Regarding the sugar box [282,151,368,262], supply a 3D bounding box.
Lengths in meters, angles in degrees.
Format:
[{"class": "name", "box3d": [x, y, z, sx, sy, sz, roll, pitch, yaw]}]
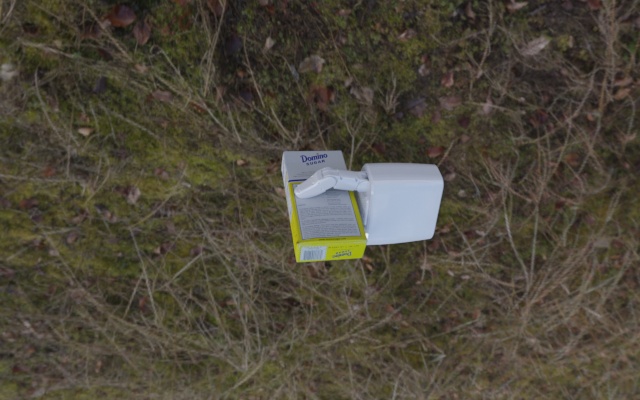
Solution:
[{"class": "sugar box", "box3d": [0.000, 0.003, 0.677, 0.093, 0.176, 0.048, -2, -45, -11]}]
